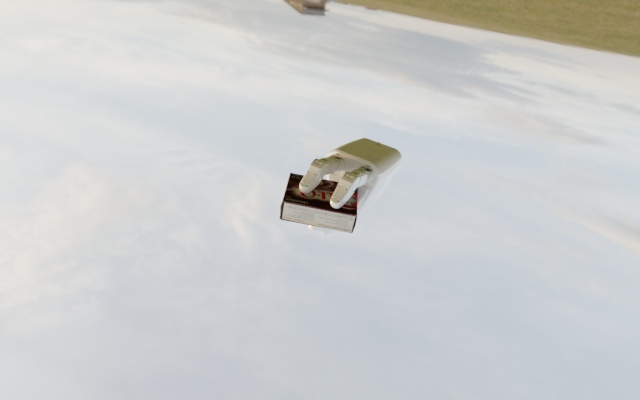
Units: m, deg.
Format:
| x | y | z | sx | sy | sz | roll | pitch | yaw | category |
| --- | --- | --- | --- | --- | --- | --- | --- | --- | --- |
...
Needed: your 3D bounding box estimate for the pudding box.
| x | y | z | sx | sy | sz | roll | pitch | yaw | category |
| --- | --- | --- | --- | --- | --- | --- | --- | --- | --- |
| 0.000 | 0.002 | 0.726 | 0.113 | 0.039 | 0.090 | 9 | 30 | -1 | pudding box |
